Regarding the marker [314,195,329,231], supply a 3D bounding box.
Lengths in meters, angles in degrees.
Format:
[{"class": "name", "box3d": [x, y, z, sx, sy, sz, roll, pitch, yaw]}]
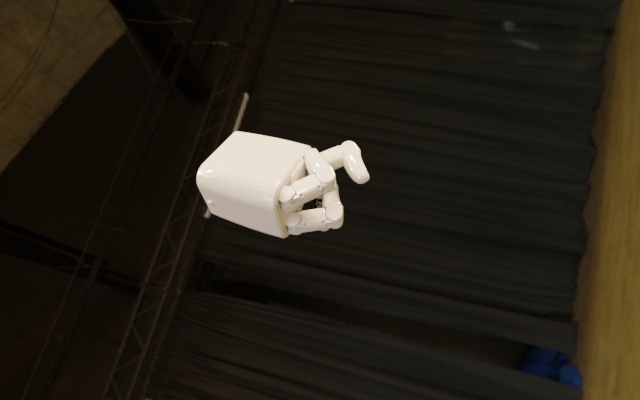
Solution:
[{"class": "marker", "box3d": [0.000, 0.002, 0.630, 0.020, 0.020, 0.121, 0, -34, 5]}]
